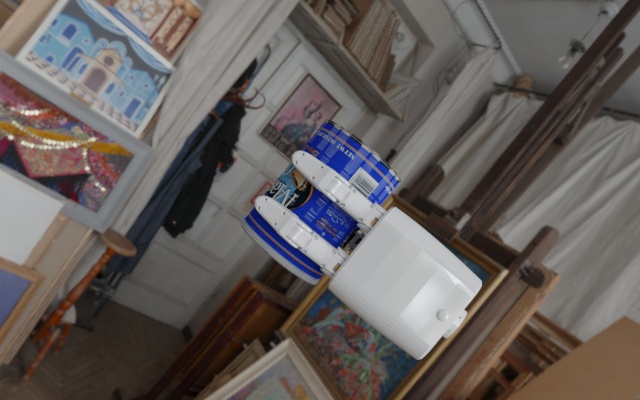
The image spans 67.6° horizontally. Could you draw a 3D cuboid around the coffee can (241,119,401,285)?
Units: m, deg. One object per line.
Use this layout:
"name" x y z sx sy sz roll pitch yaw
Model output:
"coffee can" 0.000 0.002 0.502 0.103 0.140 0.103 40 0 0
